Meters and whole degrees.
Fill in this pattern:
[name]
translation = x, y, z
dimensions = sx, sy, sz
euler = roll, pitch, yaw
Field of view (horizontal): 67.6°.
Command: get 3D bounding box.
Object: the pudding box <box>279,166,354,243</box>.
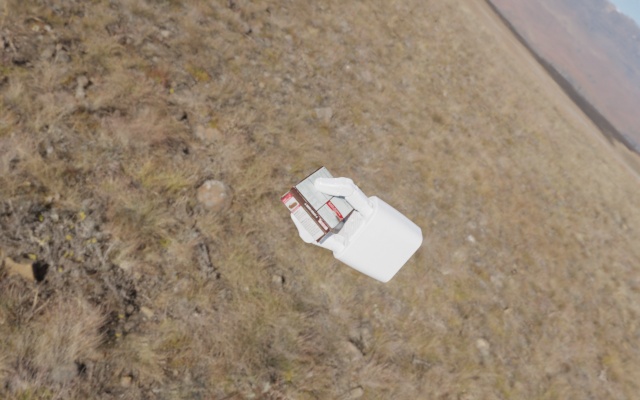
[pudding box]
translation = 0.000, 0.002, 0.748
dimensions = 0.039, 0.090, 0.113
euler = -42, -1, 31
